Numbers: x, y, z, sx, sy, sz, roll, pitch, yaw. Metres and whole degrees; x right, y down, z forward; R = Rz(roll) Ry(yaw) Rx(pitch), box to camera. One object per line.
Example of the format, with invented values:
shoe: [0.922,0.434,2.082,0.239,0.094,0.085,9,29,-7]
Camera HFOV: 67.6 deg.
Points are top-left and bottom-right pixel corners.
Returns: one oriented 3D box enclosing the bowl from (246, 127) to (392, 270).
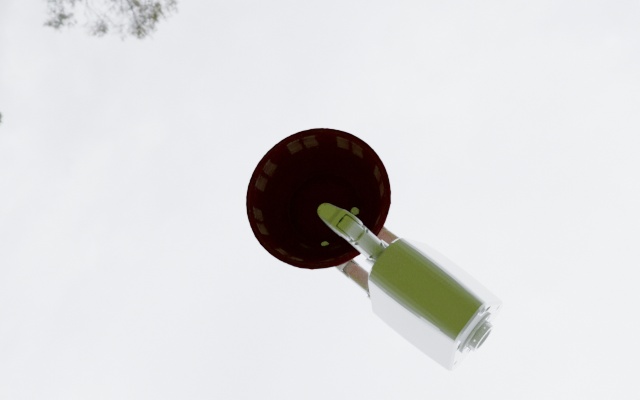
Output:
bowl: [-0.001,0.001,0.543,0.162,0.162,0.055,0,-16,11]
